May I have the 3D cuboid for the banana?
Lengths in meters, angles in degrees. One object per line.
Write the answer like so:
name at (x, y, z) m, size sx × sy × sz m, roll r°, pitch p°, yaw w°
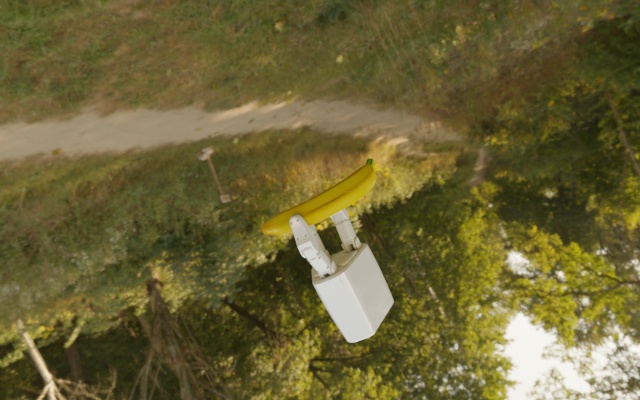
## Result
banana at (0.007, 0.003, 0.686) m, size 0.198 × 0.037 × 0.069 m, roll -30°, pitch 11°, yaw -6°
